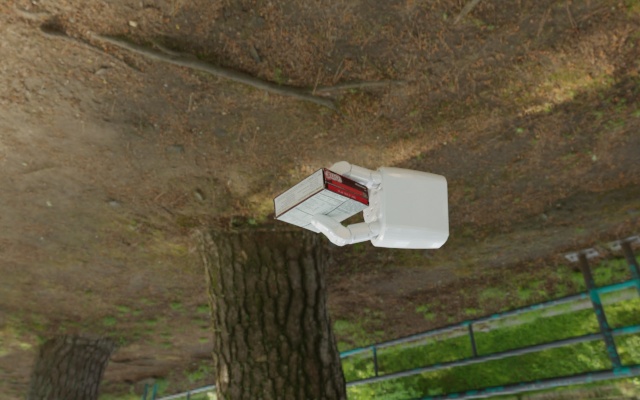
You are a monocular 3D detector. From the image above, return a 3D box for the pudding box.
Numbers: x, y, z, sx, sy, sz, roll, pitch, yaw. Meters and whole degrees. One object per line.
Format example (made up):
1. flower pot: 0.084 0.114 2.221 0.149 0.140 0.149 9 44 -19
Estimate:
1. pudding box: 0.000 0.002 0.688 0.090 0.039 0.113 22 -40 -38
